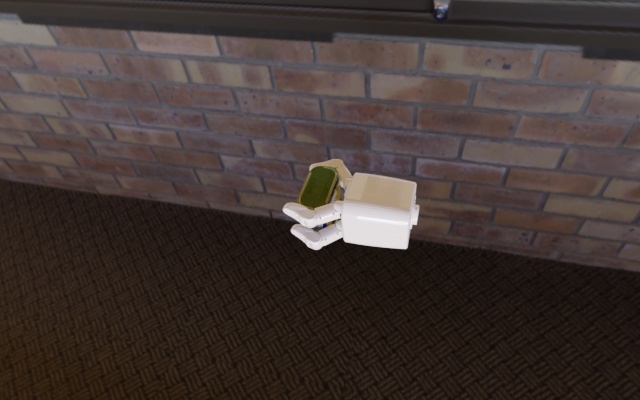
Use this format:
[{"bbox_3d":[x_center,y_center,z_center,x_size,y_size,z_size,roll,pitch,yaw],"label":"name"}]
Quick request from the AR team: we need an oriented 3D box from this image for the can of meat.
[{"bbox_3d":[0.000,0.002,0.822,0.057,0.102,0.084,11,-36,15],"label":"can of meat"}]
